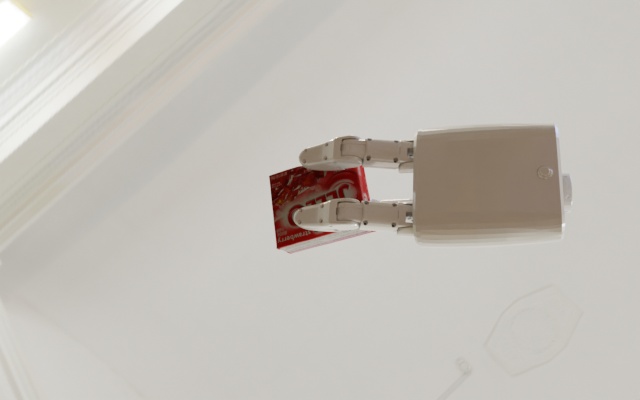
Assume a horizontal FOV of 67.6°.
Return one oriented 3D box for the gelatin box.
[{"bbox_3d":[0.000,0.002,0.432,0.089,0.073,0.030,-17,-23,20],"label":"gelatin box"}]
